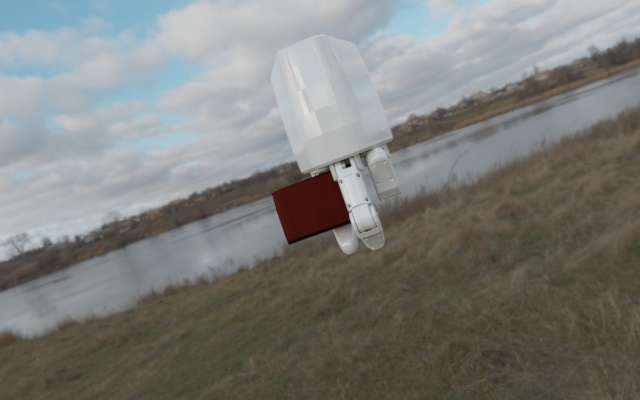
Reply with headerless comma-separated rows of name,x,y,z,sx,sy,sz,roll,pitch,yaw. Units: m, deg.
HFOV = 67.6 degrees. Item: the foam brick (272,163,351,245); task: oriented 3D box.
foam brick,0.000,0.002,0.459,0.078,0.051,0.053,-20,6,8
